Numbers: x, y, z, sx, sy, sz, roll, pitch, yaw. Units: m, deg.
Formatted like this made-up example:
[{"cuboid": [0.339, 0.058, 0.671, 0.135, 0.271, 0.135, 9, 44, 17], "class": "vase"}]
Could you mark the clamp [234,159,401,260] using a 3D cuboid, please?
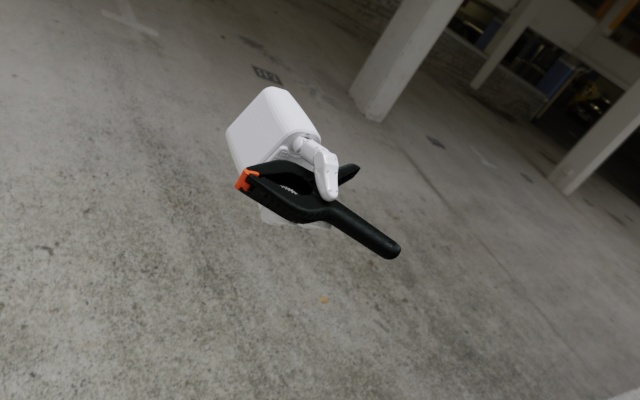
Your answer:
[{"cuboid": [0.000, 0.001, 0.578, 0.210, 0.164, 0.036, 7, -49, -39], "class": "clamp"}]
